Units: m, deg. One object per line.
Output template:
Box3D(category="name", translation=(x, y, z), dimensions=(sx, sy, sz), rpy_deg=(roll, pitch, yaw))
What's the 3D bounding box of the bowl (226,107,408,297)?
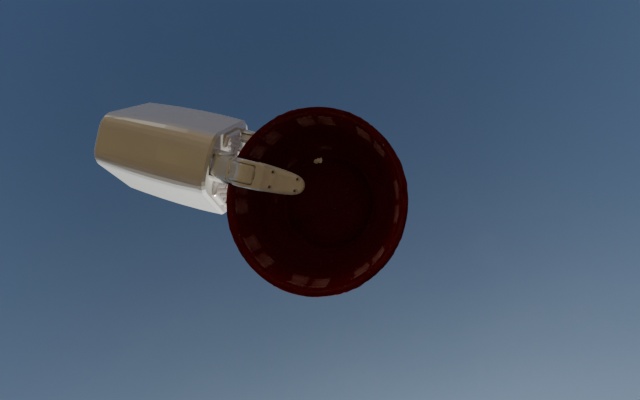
Box3D(category="bowl", translation=(0.001, 0.002, 0.428), dimensions=(0.162, 0.162, 0.055), rpy_deg=(0, -1, 16))
